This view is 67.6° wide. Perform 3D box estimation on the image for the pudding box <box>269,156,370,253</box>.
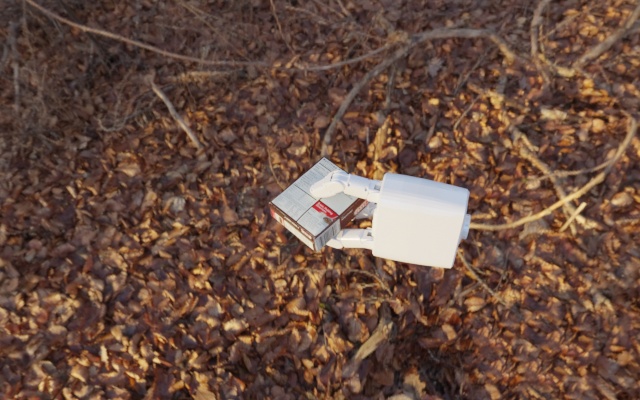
[{"bbox_3d":[0.000,0.002,0.656,0.090,0.039,0.113,37,63,26],"label":"pudding box"}]
